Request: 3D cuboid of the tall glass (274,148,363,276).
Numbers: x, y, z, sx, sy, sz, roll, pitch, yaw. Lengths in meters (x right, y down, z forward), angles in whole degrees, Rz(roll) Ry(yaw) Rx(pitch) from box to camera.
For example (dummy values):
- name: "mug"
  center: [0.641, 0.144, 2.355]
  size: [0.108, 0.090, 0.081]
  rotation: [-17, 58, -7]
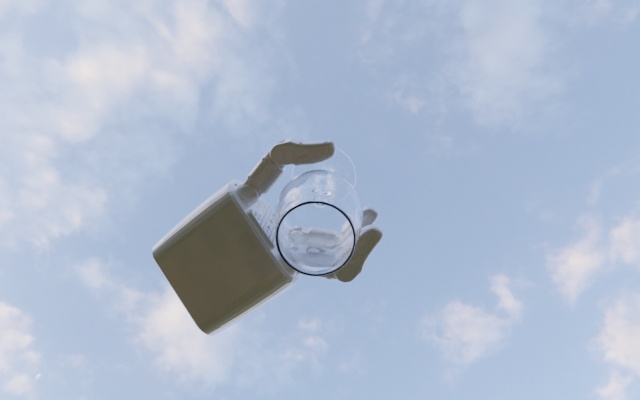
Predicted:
- name: "tall glass"
  center: [0.000, 0.001, 0.458]
  size: [0.079, 0.079, 0.201]
  rotation: [0, 16, 2]
